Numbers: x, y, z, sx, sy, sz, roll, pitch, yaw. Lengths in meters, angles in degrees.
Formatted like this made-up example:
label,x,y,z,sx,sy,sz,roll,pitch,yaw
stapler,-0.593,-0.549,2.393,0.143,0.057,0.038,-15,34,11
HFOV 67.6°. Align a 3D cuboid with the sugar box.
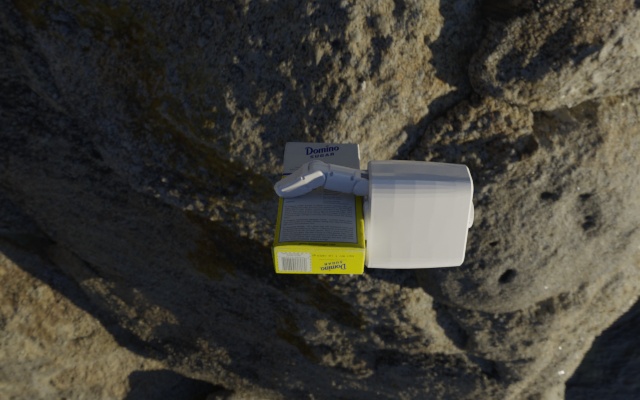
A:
label,x,y,z,sx,sy,sz,roll,pitch,yaw
sugar box,0.000,0.002,0.539,0.093,0.048,0.176,2,40,1
